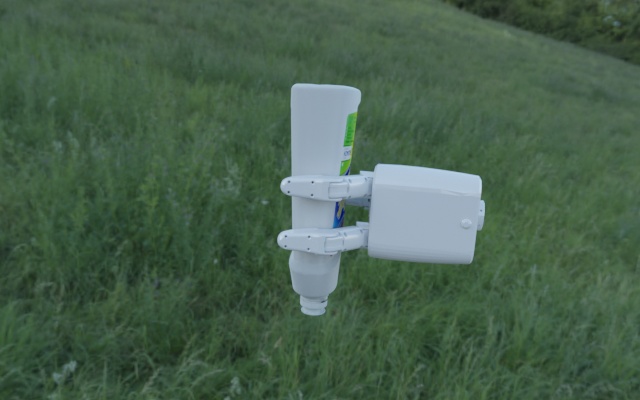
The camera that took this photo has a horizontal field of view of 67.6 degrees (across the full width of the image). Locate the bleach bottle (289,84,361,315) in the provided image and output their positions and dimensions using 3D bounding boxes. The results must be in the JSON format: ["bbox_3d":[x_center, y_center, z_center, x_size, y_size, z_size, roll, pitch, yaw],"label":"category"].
[{"bbox_3d":[0.000,0.002,0.530,0.068,0.251,0.102,6,12,12],"label":"bleach bottle"}]
